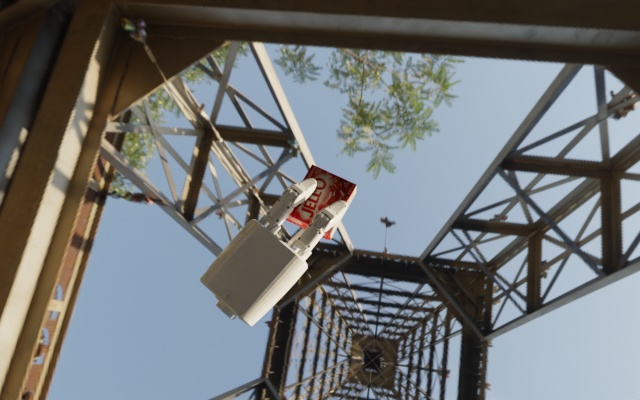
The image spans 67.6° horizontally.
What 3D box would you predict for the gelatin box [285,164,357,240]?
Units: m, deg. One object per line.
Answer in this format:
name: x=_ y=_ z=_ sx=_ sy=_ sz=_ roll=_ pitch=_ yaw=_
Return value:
gelatin box: x=0.000 y=0.002 z=0.678 sx=0.073 sy=0.089 sz=0.030 roll=25 pitch=-23 yaw=11
